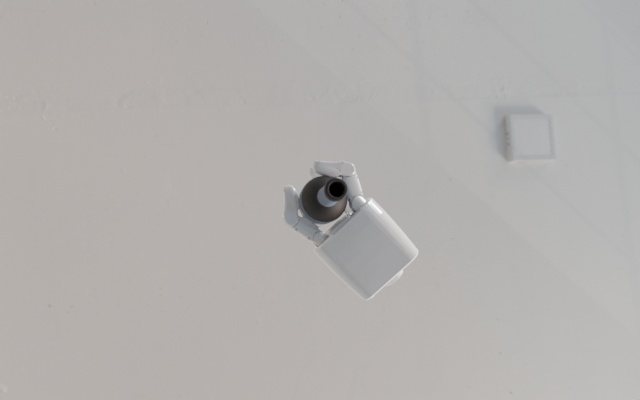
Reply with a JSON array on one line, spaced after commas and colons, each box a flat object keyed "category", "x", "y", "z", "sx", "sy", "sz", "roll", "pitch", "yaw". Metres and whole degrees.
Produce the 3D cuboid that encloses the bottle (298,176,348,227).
[{"category": "bottle", "x": 0.000, "y": 0.002, "z": 0.706, "sx": 0.069, "sy": 0.069, "sz": 0.296, "roll": 0, "pitch": -6, "yaw": -7}]
